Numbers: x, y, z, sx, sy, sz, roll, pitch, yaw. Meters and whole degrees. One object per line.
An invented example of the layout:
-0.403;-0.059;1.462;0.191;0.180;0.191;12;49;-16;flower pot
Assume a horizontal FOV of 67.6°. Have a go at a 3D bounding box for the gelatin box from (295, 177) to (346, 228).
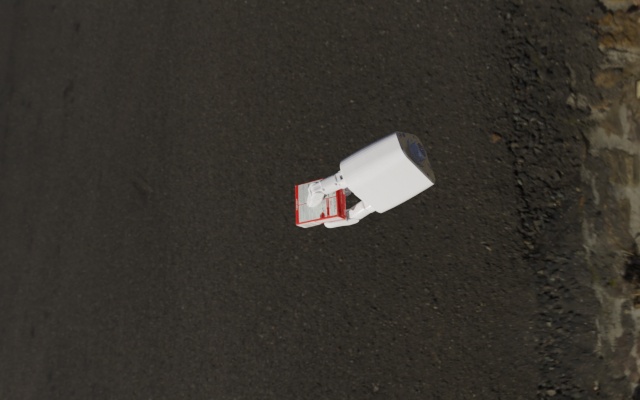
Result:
0.000;0.003;0.820;0.089;0.073;0.030;-13;-21;30;gelatin box
